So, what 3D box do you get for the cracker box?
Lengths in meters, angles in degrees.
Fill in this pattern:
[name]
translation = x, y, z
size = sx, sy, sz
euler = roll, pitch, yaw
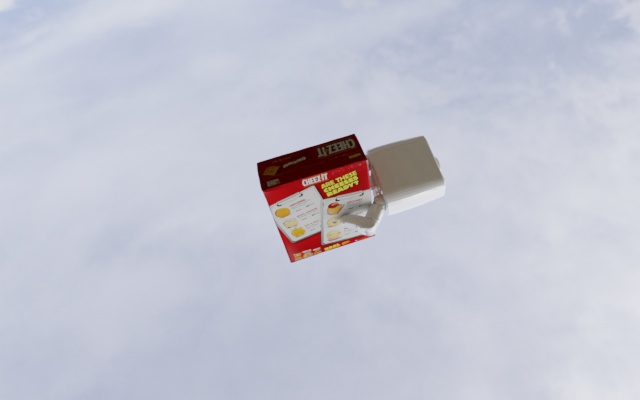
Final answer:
[cracker box]
translation = 0.000, 0.003, 0.800
size = 0.164, 0.072, 0.214
euler = -17, -38, -3
